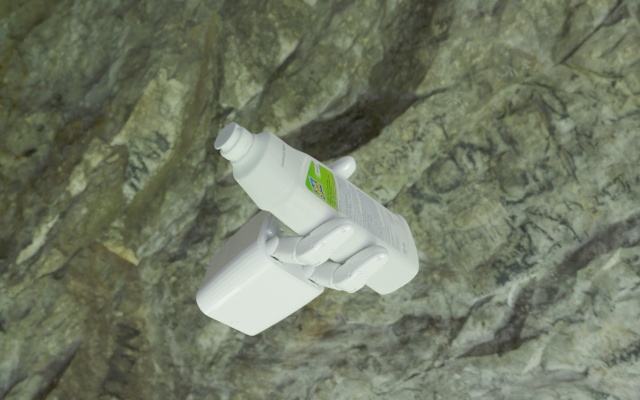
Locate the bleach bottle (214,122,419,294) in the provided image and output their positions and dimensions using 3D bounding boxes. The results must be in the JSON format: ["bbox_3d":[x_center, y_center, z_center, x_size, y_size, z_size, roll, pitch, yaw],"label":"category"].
[{"bbox_3d":[0.000,0.002,0.487,0.068,0.102,0.251,-38,-54,22],"label":"bleach bottle"}]
